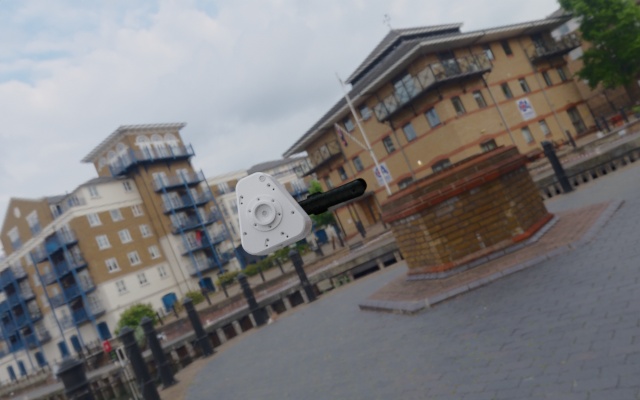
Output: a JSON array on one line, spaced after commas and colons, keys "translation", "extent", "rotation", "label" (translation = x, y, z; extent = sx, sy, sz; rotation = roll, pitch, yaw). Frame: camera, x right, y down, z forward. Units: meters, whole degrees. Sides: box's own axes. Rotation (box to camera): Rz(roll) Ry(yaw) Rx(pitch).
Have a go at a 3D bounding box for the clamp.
[{"translation": [0.000, 0.002, 0.772], "extent": [0.171, 0.039, 0.120], "rotation": [-24, -4, 0], "label": "clamp"}]
